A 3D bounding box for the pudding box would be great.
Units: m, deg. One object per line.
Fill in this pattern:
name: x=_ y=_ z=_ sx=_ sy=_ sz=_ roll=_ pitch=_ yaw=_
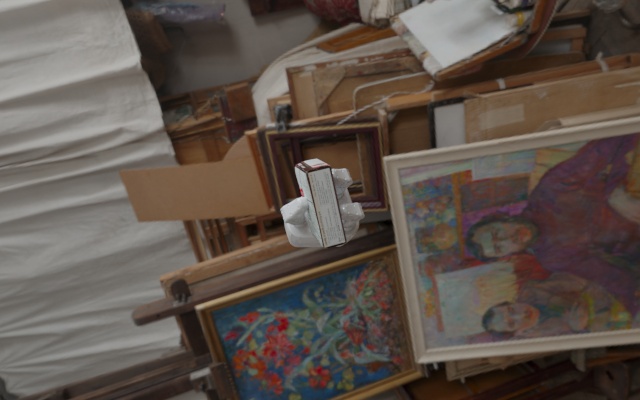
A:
pudding box: x=0.000 y=0.002 z=0.672 sx=0.039 sy=0.113 sz=0.090 roll=-17 pitch=14 yaw=-10
